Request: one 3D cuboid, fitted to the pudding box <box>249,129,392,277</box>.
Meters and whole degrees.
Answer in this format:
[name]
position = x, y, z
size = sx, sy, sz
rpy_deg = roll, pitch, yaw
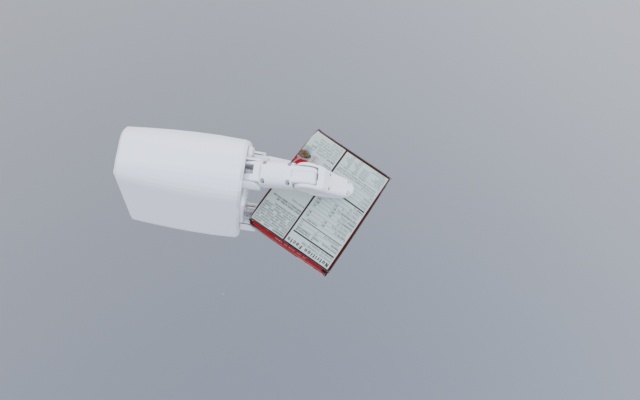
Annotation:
[pudding box]
position = 0.000, 0.001, 0.455
size = 0.090, 0.113, 0.039
rpy_deg = 35, -12, 3
